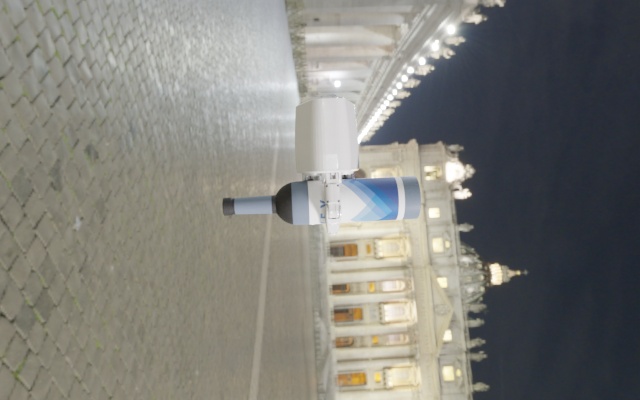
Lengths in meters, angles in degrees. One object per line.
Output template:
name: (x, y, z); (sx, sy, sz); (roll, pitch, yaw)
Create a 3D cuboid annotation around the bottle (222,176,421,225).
bottle: (0.000, 0.002, 0.731); (0.296, 0.069, 0.069); (-3, 0, -3)
